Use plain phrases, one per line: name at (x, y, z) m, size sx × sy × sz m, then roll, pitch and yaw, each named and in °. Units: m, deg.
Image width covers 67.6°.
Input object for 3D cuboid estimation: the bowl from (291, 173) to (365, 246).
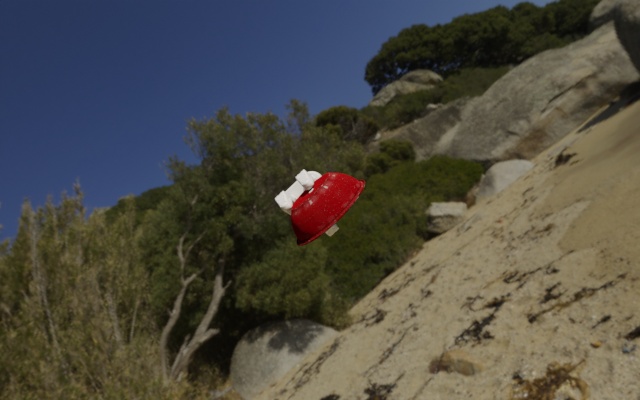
bowl at (0.000, 0.002, 0.829) m, size 0.162 × 0.055 × 0.162 m, roll -42°, pitch 12°, yaw 11°
